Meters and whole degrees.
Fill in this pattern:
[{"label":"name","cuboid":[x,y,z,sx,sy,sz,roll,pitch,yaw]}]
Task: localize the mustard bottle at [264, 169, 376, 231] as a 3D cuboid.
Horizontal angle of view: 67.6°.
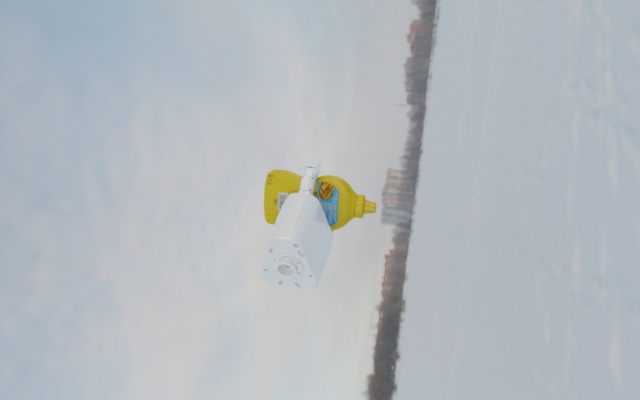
[{"label":"mustard bottle","cuboid":[0.000,0.003,0.826,0.191,0.096,0.058,6,15,11]}]
